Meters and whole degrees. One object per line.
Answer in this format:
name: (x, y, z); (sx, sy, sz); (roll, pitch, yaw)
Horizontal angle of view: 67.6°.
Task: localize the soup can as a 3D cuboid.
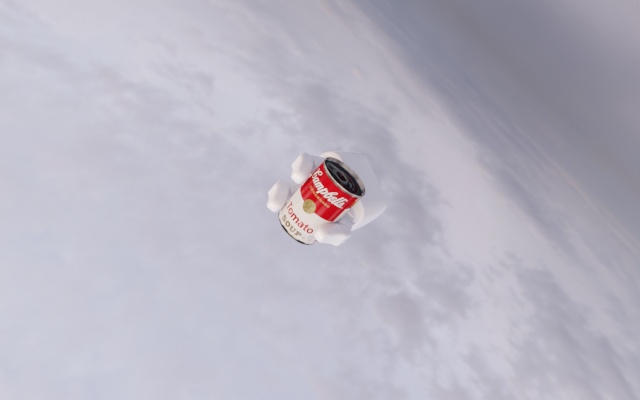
soup can: (0.000, 0.002, 0.625); (0.102, 0.068, 0.068); (-46, -25, 26)
